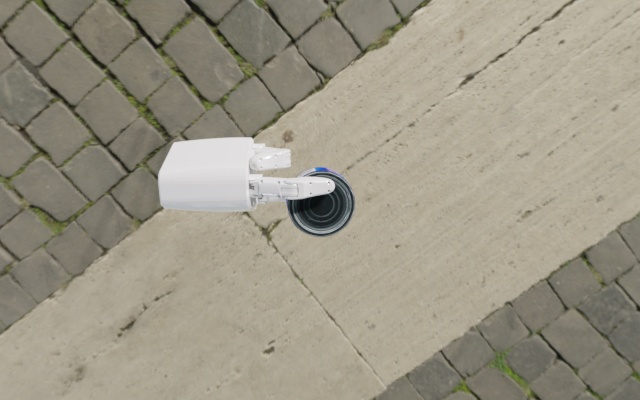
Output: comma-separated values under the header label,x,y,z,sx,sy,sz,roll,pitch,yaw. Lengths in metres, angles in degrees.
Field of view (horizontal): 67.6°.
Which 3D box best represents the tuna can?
label,x,y,z,sx,sy,sz,roll,pitch,yaw
tuna can,0.000,0.002,0.600,0.086,0.086,0.033,0,12,-6
